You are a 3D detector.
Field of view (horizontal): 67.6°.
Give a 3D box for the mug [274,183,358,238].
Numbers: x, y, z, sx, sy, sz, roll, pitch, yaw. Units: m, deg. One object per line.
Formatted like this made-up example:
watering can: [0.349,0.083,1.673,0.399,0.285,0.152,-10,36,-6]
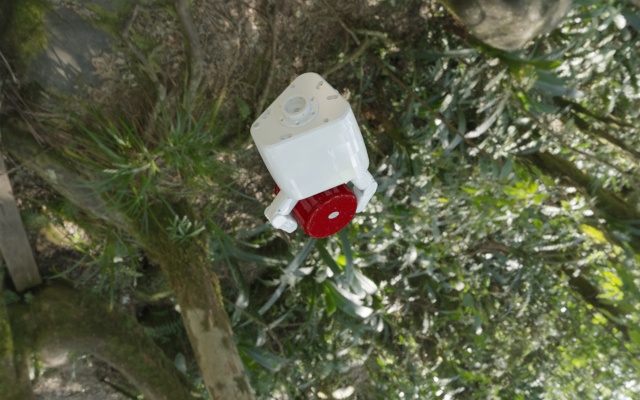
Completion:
mug: [0.001,0.003,0.658,0.093,0.081,0.117,-35,-35,-4]
